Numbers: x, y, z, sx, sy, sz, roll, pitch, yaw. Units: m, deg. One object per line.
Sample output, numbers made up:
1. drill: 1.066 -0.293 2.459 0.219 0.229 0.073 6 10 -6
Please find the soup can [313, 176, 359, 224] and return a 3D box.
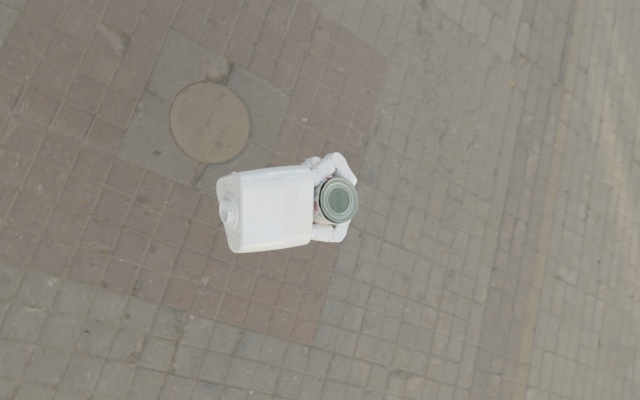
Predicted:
1. soup can: 0.001 0.002 0.704 0.068 0.068 0.102 0 -4 -32
